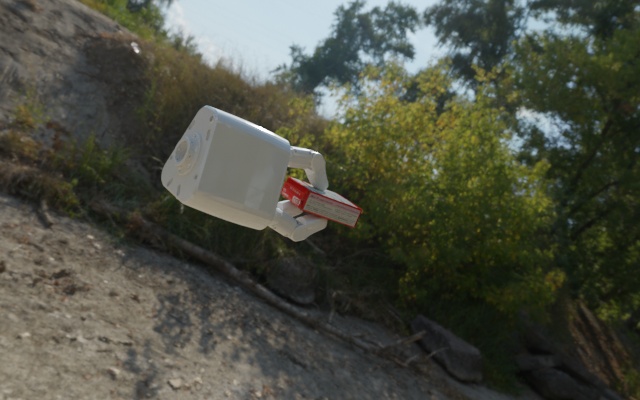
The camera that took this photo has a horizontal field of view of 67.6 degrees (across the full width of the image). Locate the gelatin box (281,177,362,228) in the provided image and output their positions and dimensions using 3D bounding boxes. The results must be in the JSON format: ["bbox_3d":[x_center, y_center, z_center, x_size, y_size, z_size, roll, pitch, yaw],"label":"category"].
[{"bbox_3d":[0.001,0.002,0.640,0.089,0.030,0.073,19,8,-29],"label":"gelatin box"}]
